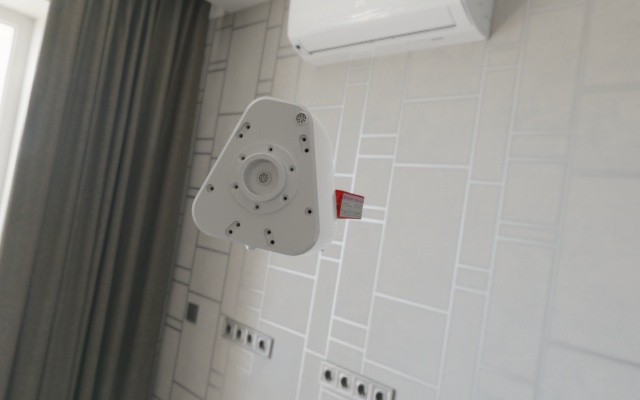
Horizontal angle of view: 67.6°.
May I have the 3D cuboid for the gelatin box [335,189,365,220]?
[{"bbox_3d":[0.000,0.001,0.509,0.073,0.030,0.089,9,0,20],"label":"gelatin box"}]
